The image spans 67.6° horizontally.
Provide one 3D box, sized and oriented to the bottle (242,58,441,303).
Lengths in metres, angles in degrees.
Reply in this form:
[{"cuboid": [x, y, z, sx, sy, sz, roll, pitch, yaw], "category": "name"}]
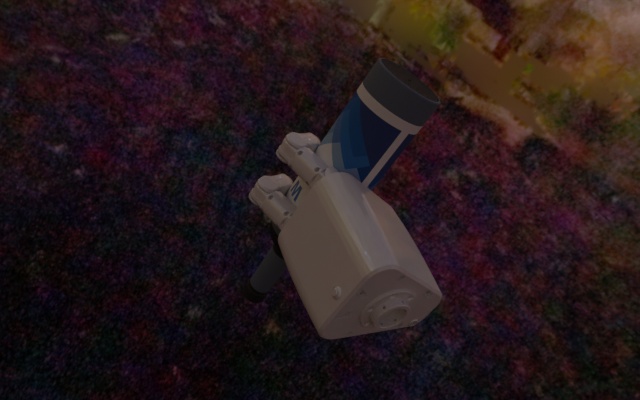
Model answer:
[{"cuboid": [0.000, 0.001, 0.480, 0.069, 0.296, 0.069, 28, 28, -16], "category": "bottle"}]
